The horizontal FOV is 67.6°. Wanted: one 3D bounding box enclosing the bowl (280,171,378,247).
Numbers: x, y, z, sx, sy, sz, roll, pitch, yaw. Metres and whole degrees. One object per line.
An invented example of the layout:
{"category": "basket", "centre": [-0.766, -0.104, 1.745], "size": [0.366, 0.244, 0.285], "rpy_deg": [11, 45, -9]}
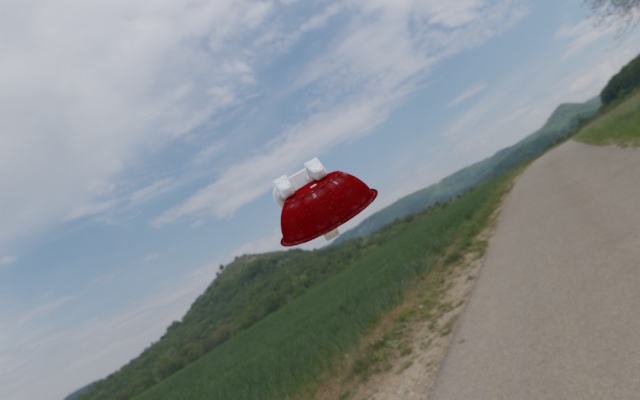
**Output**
{"category": "bowl", "centre": [0.000, 0.002, 0.694], "size": [0.162, 0.055, 0.162], "rpy_deg": [-28, 10, 6]}
